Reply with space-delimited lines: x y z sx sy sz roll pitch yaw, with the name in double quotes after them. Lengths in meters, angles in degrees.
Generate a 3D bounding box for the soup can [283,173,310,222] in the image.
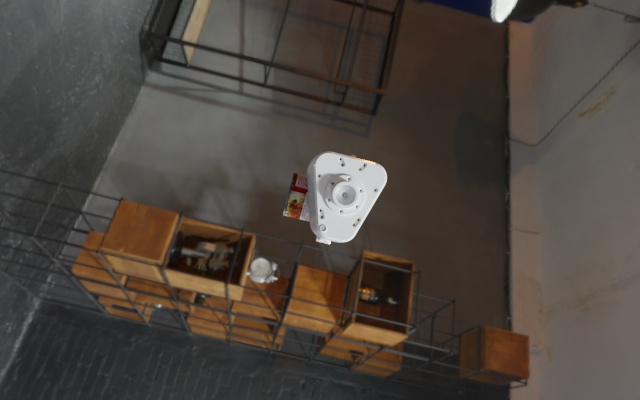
0.000 0.003 0.729 0.102 0.068 0.068 14 -1 -3 "soup can"
